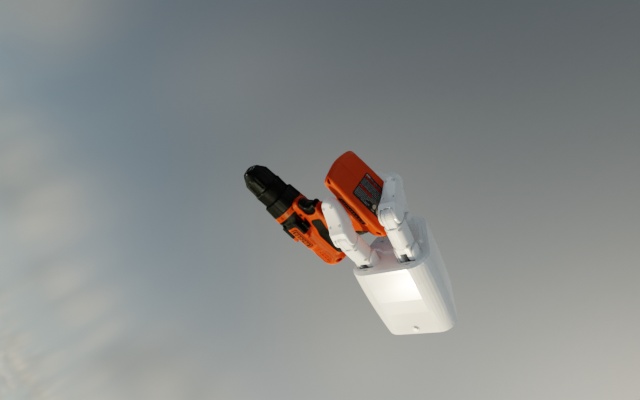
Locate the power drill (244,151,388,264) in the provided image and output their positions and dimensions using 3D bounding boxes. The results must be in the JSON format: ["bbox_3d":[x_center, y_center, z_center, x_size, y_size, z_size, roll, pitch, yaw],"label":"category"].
[{"bbox_3d":[0.000,0.002,0.612,0.184,0.057,0.188,42,-29,-14],"label":"power drill"}]
